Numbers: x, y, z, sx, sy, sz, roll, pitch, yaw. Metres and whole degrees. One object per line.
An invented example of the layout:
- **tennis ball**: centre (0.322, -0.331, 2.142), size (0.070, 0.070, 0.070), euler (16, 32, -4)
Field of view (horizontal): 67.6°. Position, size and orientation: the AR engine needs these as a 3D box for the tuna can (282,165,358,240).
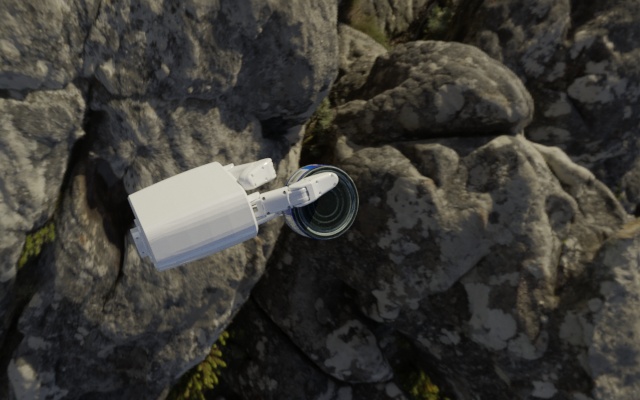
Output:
- **tuna can**: centre (0.000, 0.002, 0.545), size (0.086, 0.086, 0.034), euler (0, 4, -27)
